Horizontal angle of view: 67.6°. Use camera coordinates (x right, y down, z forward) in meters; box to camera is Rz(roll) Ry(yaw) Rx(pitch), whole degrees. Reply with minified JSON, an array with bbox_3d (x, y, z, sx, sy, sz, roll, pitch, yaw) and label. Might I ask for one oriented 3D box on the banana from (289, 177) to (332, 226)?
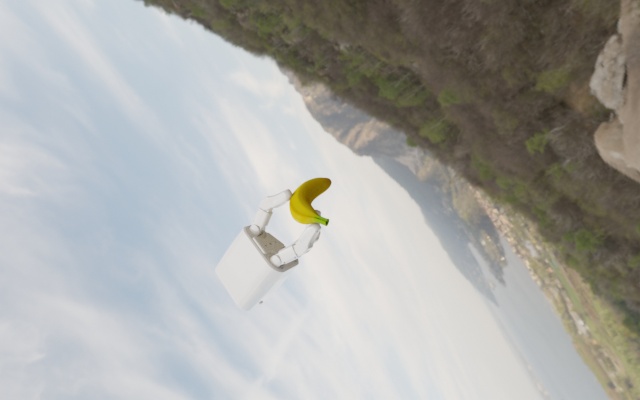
[{"bbox_3d":[-0.018,-0.001,0.834,0.069,0.037,0.197,15,24,-4],"label":"banana"}]
